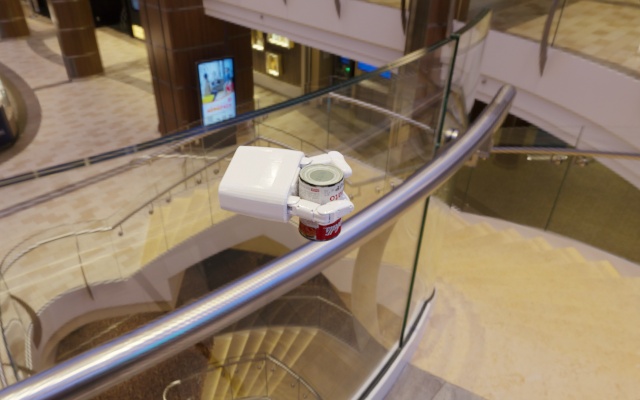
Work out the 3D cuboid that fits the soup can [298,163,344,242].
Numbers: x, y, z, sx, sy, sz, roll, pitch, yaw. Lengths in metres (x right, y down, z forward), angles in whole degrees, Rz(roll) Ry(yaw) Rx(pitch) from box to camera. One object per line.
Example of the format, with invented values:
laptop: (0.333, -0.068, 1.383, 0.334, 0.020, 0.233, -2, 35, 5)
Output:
soup can: (0.001, 0.002, 0.726, 0.068, 0.102, 0.068, 1, 34, -1)
